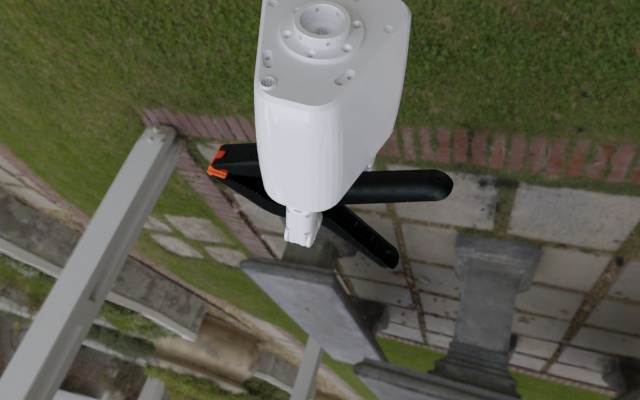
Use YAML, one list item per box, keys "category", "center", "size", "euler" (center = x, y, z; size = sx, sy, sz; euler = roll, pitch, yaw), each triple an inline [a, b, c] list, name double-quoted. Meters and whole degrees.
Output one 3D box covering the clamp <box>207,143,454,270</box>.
- category: "clamp"
  center: [-0.001, 0.002, 0.444]
  size: [0.210, 0.036, 0.165]
  euler: [15, -32, 8]
